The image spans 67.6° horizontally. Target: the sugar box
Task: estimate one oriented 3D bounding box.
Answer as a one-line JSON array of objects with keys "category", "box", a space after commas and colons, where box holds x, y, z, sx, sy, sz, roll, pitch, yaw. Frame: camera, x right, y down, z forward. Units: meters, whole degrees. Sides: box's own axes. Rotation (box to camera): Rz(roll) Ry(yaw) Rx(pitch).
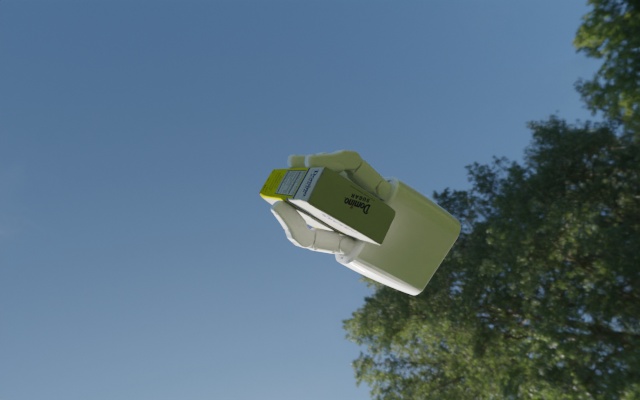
[{"category": "sugar box", "box": [0.000, 0.001, 0.535, 0.093, 0.048, 0.176, 31, -11, -21]}]
